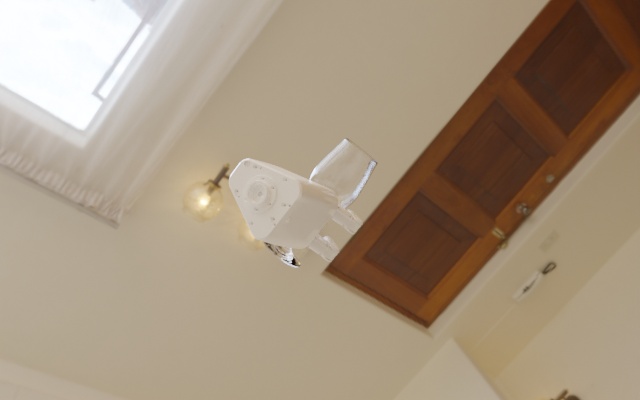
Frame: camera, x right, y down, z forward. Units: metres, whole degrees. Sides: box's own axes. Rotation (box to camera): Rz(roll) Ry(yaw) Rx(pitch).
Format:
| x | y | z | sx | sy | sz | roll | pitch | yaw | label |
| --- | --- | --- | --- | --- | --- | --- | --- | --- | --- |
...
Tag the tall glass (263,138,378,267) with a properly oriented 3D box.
| x | y | z | sx | sy | sz | roll | pitch | yaw | label |
| --- | --- | --- | --- | --- | --- | --- | --- | --- | --- |
| 0.000 | 0.003 | 0.726 | 0.079 | 0.201 | 0.079 | 37 | 10 | -7 | tall glass |
